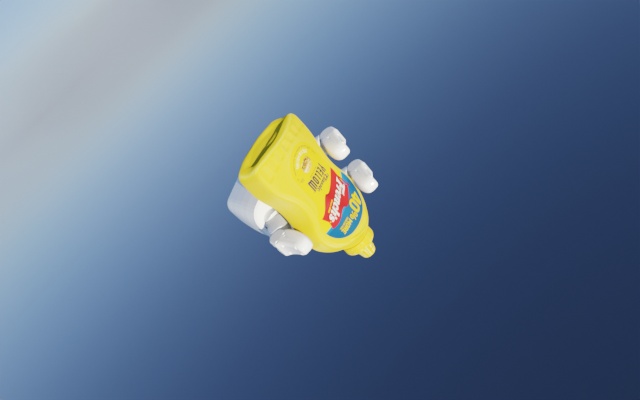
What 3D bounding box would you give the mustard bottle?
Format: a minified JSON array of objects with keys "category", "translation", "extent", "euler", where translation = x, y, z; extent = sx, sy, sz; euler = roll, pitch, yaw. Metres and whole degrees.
[{"category":"mustard bottle","translation":[0.000,0.002,0.536],"extent":[0.058,0.096,0.192],"euler":[-15,-51,42]}]
